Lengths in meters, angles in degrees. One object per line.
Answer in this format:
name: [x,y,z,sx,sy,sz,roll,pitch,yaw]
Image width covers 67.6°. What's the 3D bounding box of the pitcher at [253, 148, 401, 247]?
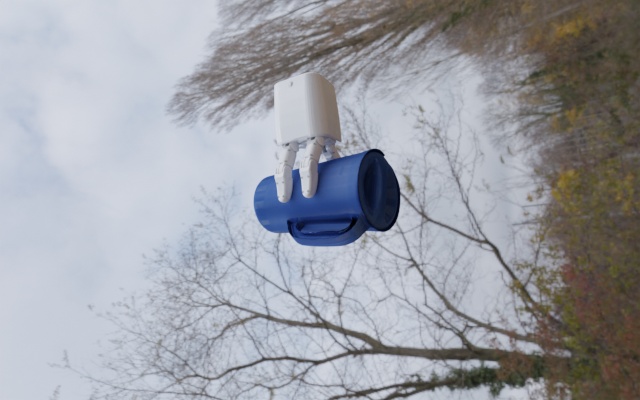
pitcher: [0.000,0.002,0.814,0.243,0.145,0.149,-8,-2,36]
